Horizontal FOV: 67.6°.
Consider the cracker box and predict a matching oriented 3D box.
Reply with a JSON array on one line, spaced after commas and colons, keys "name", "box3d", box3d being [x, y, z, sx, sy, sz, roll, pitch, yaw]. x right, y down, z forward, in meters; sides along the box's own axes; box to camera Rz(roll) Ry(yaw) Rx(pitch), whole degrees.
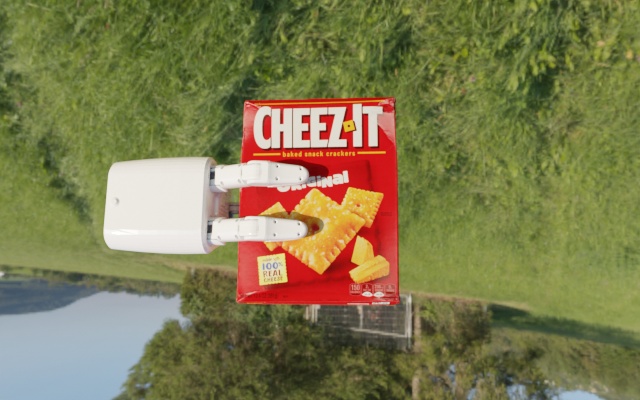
[{"name": "cracker box", "box3d": [0.000, 0.002, 0.509, 0.164, 0.213, 0.072, 0, -10, 5]}]
